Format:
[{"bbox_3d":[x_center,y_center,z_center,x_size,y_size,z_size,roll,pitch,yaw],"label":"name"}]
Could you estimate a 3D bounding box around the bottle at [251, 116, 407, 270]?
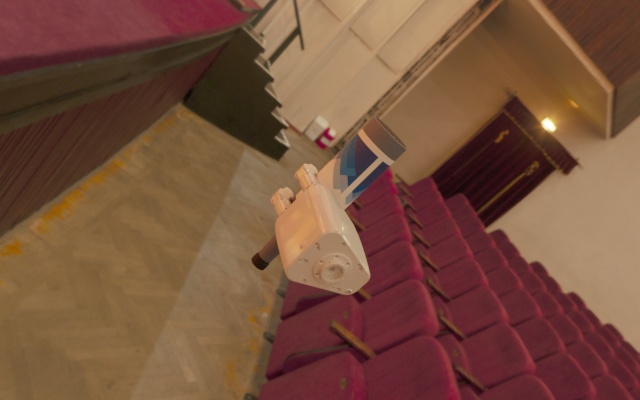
[{"bbox_3d":[0.000,0.002,0.721,0.296,0.069,0.069,-45,-16,17],"label":"bottle"}]
